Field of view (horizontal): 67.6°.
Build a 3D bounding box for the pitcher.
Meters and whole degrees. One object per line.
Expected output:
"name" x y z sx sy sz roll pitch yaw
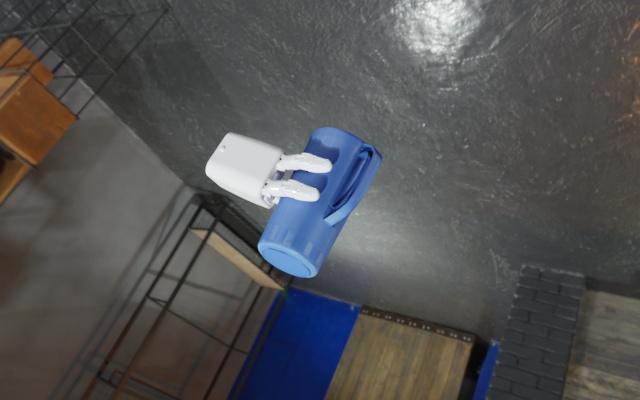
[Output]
"pitcher" 0.000 0.003 0.809 0.145 0.242 0.149 22 -26 11
